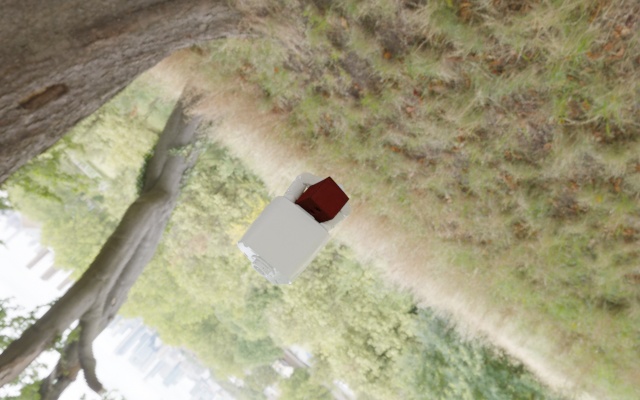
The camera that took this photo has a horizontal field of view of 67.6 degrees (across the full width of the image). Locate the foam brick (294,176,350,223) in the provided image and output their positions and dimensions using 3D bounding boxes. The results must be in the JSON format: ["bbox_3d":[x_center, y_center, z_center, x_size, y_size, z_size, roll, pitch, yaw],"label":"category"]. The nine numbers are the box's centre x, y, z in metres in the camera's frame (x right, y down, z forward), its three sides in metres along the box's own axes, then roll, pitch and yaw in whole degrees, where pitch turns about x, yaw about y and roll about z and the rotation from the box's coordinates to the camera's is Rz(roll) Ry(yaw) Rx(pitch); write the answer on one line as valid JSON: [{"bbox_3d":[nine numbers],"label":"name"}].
[{"bbox_3d":[0.000,0.002,0.792,0.051,0.053,0.078,-49,11,-26],"label":"foam brick"}]
